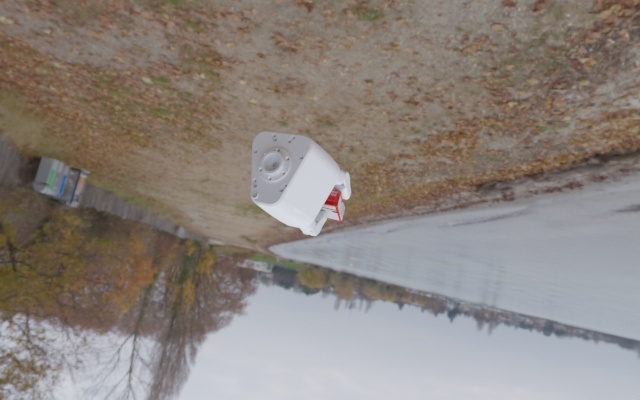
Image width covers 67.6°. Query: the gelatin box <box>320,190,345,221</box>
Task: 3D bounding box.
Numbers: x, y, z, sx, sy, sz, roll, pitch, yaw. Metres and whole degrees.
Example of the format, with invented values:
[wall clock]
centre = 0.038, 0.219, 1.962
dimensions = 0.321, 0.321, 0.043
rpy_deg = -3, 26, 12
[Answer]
[gelatin box]
centre = 0.000, 0.003, 0.798
dimensions = 0.073, 0.030, 0.089
rpy_deg = 12, -16, 11
